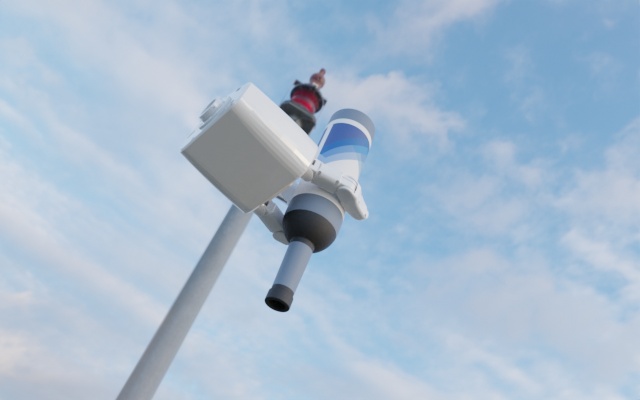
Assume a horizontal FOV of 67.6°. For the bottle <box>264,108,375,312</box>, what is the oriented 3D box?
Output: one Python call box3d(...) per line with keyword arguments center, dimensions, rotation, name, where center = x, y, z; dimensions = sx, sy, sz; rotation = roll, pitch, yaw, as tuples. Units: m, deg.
box3d(center=(0.000, 0.002, 0.576), dimensions=(0.069, 0.295, 0.069), rotation=(13, -41, 12), name="bottle")
